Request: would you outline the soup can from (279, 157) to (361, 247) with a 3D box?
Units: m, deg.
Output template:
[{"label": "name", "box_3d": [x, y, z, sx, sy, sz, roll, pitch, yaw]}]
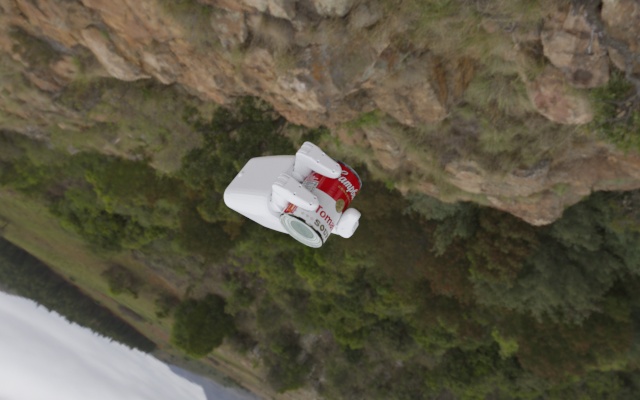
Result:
[{"label": "soup can", "box_3d": [0.000, 0.002, 0.629, 0.068, 0.102, 0.068, 28, -26, 15]}]
